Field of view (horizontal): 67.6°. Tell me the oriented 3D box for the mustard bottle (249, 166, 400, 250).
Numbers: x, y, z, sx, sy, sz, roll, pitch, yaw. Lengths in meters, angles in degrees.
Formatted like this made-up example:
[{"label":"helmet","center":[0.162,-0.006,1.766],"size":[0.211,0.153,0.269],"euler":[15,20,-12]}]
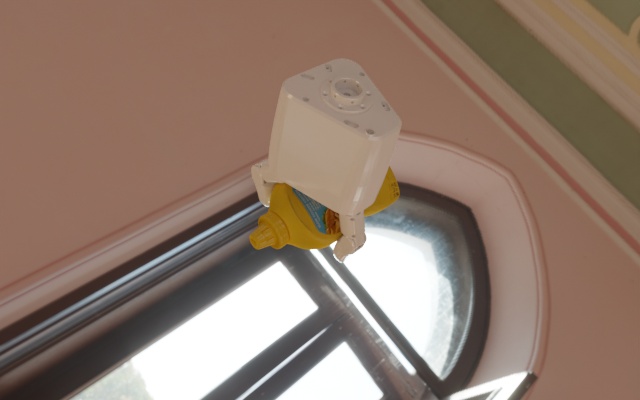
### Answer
[{"label":"mustard bottle","center":[0.000,0.002,0.553],"size":[0.191,0.096,0.058],"euler":[-31,-2,-31]}]
